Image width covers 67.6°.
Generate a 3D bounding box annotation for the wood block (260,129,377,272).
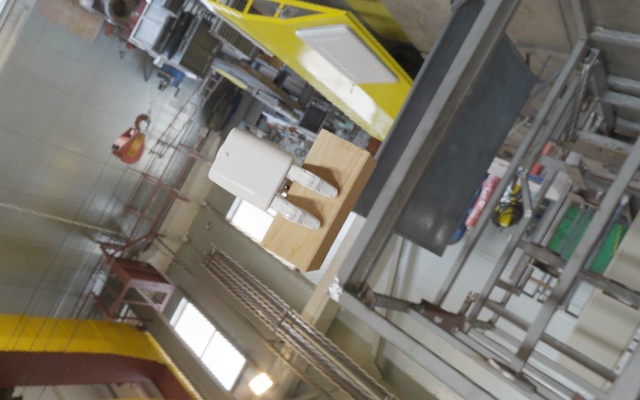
[{"bbox_3d":[0.000,0.002,0.773,0.090,0.206,0.091,29,2,14],"label":"wood block"}]
